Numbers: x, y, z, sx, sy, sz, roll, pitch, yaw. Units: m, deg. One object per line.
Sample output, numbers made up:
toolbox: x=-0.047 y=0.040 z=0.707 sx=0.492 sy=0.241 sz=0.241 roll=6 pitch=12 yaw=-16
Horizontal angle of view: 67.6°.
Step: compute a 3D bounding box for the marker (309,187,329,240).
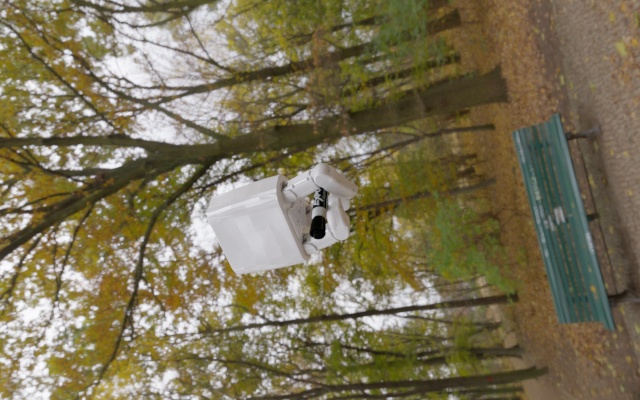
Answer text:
marker: x=0.000 y=0.002 z=0.575 sx=0.020 sy=0.020 sz=0.121 roll=0 pitch=40 yaw=4
